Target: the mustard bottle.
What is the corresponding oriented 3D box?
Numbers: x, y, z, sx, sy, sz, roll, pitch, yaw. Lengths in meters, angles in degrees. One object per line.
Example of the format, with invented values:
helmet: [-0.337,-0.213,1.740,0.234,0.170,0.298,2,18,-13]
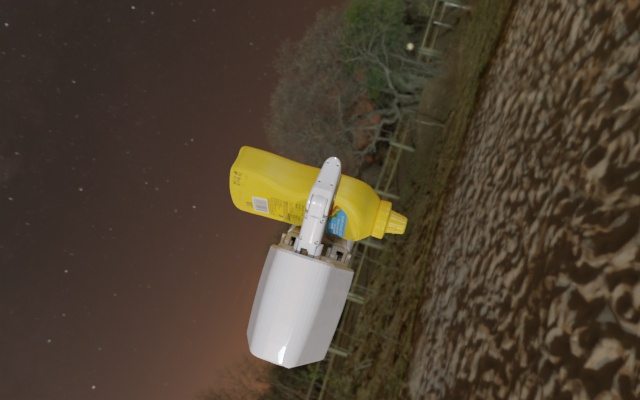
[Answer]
mustard bottle: [0.000,0.001,0.525,0.191,0.058,0.096,17,-30,7]
